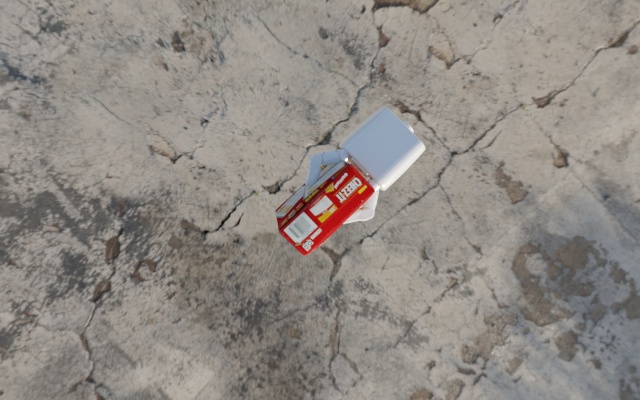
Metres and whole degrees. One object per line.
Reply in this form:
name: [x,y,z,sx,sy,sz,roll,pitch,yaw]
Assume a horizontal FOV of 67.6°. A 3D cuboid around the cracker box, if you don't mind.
cracker box: [0.000,0.003,0.878,0.164,0.072,0.213,-43,10,1]
